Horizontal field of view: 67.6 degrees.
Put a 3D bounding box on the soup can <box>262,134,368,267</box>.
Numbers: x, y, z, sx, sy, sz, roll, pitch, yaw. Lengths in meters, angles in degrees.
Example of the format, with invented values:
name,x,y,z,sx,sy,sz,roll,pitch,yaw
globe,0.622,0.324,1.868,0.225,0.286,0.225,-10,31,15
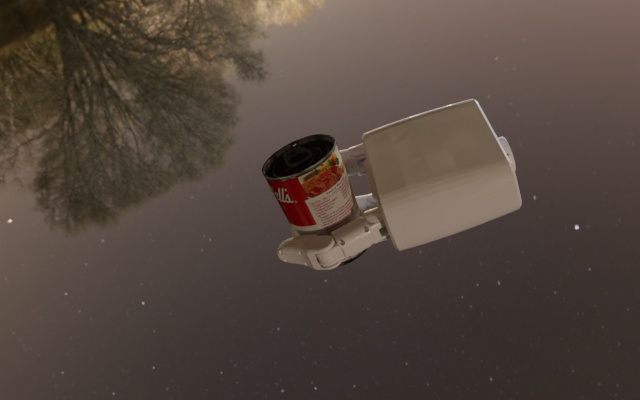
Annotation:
name,x,y,z,sx,sy,sz,roll,pitch,yaw
soup can,0.000,0.002,0.428,0.068,0.102,0.068,-19,29,11
